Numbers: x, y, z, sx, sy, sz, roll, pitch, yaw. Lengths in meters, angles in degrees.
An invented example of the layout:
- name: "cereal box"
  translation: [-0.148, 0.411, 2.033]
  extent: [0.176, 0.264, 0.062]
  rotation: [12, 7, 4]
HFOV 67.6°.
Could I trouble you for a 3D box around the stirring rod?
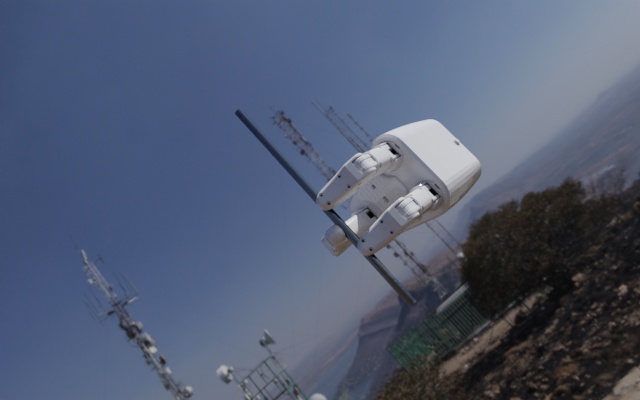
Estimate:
- name: "stirring rod"
  translation: [0.000, 0.001, 0.433]
  extent: [0.011, 0.239, 0.011]
  rotation: [-40, -12, -11]
